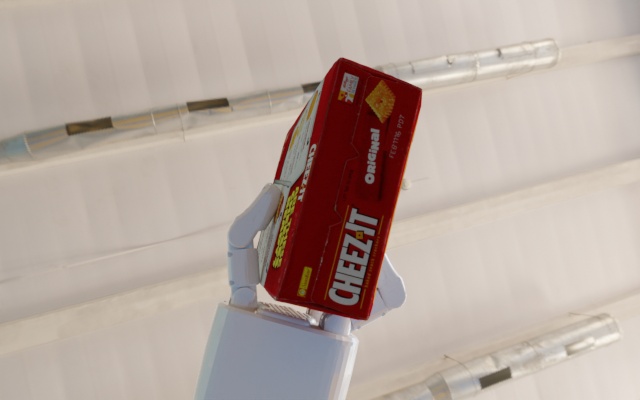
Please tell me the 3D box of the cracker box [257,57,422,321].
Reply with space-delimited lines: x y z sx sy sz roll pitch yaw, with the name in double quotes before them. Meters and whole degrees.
"cracker box" 0.000 0.001 0.407 0.072 0.164 0.214 16 -8 -11
